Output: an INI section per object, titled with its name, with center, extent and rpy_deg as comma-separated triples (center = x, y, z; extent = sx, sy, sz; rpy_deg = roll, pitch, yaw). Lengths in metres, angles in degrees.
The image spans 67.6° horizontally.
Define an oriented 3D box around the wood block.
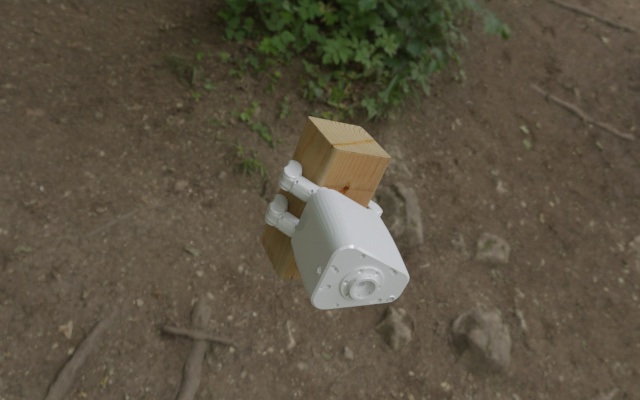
[wood block]
center = 0.001, 0.002, 0.659
extent = 0.091, 0.206, 0.090
rpy_deg = 5, 33, -33
